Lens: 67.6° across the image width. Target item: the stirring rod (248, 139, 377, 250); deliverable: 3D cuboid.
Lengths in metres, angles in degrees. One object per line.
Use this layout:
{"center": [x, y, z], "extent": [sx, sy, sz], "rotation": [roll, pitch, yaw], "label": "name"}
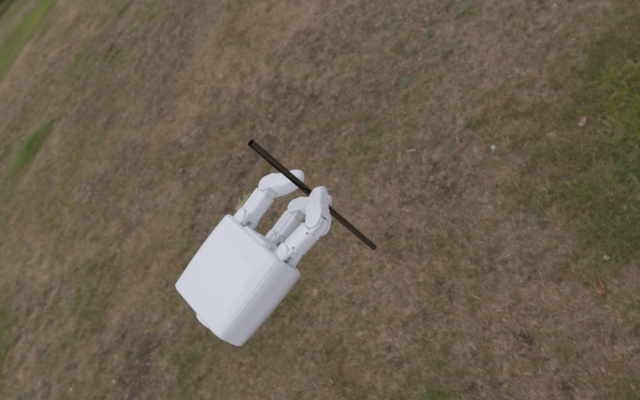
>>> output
{"center": [0.000, 0.002, 0.566], "extent": [0.011, 0.011, 0.240], "rotation": [0, -31, 44], "label": "stirring rod"}
